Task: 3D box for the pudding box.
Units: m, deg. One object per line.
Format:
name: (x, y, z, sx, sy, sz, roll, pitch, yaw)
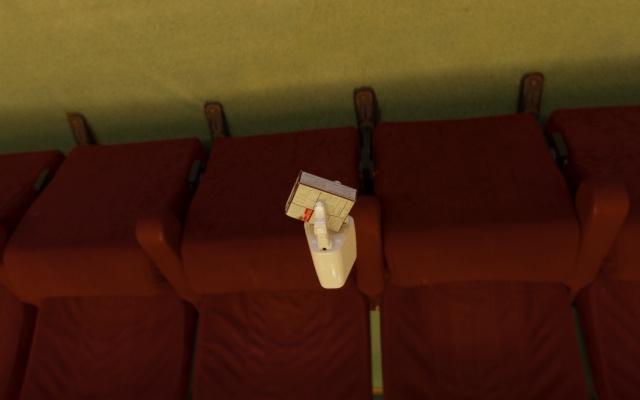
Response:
pudding box: (0.000, 0.003, 0.882, 0.113, 0.090, 0.039, 18, 42, -10)
